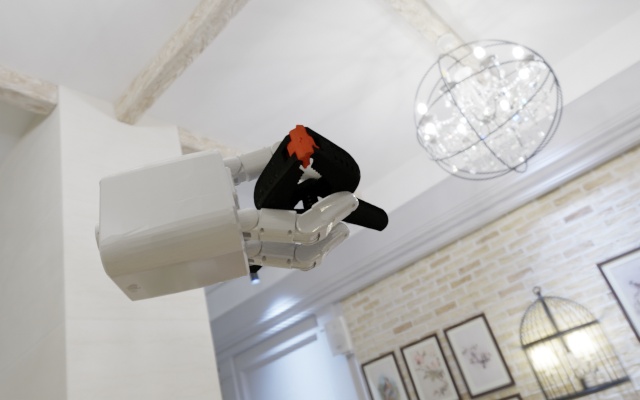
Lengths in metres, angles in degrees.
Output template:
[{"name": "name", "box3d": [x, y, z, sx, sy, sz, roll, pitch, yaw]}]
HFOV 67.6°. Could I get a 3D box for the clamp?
[{"name": "clamp", "box3d": [0.000, 0.001, 0.442, 0.164, 0.036, 0.210, -16, -27, -12]}]
